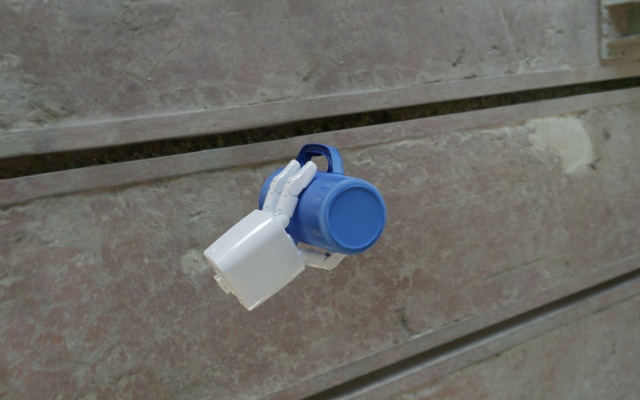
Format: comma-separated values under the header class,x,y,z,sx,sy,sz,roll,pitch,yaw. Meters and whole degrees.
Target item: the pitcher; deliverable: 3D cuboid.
class,x,y,z,sx,sy,sz,roll,pitch,yaw
pitcher,0.000,0.003,0.762,0.145,0.149,0.243,-37,19,-18
